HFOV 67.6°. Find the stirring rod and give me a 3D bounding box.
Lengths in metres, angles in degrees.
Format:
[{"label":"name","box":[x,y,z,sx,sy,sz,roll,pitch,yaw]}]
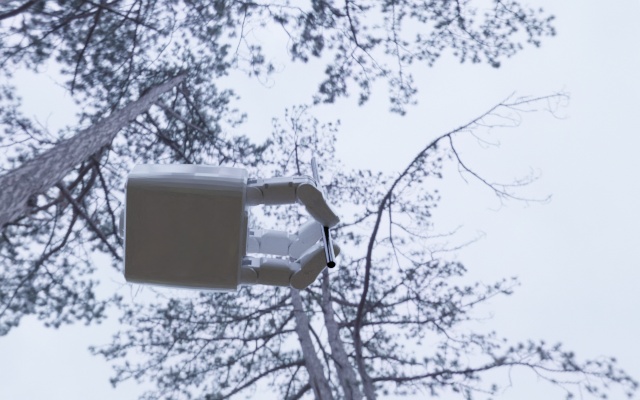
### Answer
[{"label":"stirring rod","box":[0.000,0.002,0.519,0.011,0.011,0.239,0,27,-5]}]
